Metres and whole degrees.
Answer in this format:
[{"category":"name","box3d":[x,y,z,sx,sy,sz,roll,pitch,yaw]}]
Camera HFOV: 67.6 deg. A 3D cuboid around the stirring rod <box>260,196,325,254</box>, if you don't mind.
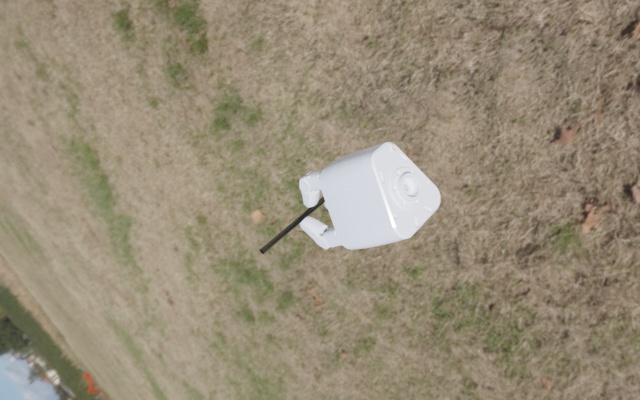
[{"category":"stirring rod","box3d":[0.000,0.002,0.695,0.239,0.011,0.011,-40,24,-32]}]
